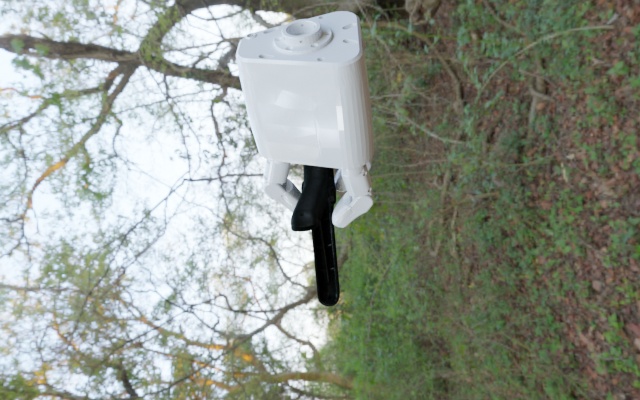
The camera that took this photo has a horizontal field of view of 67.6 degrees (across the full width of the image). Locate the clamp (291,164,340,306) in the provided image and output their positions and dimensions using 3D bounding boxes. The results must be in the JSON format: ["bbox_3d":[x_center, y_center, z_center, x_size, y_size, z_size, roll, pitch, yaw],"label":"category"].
[{"bbox_3d":[-0.001,0.001,0.535,0.036,0.209,0.165,-4,-44,7],"label":"clamp"}]
